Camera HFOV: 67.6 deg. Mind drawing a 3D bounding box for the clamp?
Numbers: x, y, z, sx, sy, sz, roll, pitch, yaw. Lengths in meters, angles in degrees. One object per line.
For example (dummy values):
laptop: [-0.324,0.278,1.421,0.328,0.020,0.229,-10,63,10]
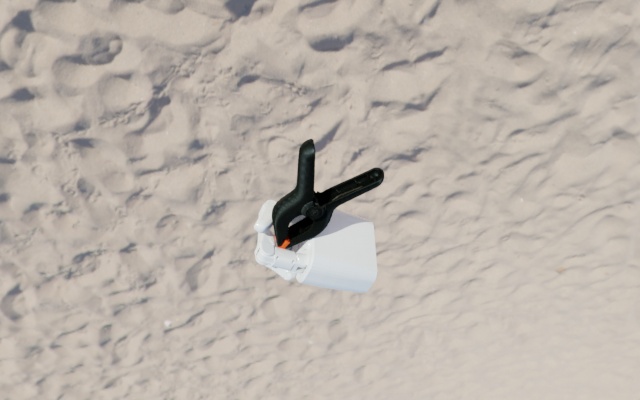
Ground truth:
clamp: [0.000,0.003,0.610,0.120,0.039,0.171,16,-50,-21]
